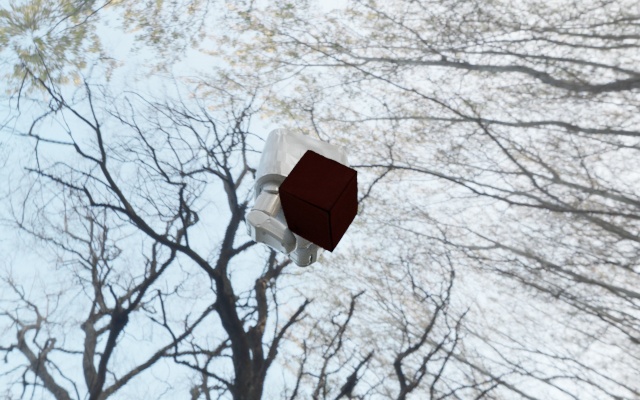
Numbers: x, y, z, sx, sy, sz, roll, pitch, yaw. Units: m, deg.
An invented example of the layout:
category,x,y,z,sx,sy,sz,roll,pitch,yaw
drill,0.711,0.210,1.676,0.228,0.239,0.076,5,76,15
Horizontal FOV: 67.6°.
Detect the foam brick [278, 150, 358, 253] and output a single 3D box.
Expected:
category,x,y,z,sx,sy,sz,roll,pitch,yaw
foam brick,0.000,0.001,0.441,0.053,0.051,0.078,26,-26,18
